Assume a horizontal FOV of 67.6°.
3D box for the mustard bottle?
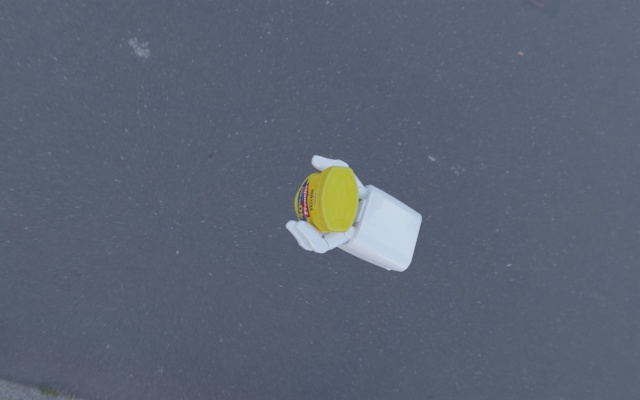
[{"bbox_3d":[0.000,0.002,0.761,0.058,0.096,0.191,3,-4,-17],"label":"mustard bottle"}]
